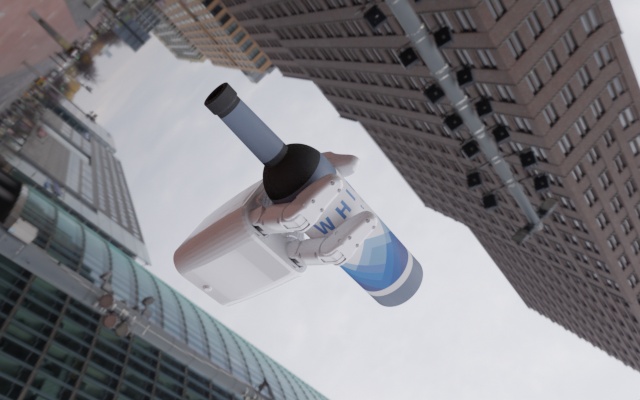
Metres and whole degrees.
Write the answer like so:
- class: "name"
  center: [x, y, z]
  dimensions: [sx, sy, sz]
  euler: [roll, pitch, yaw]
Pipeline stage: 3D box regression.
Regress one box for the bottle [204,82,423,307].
- class: "bottle"
  center: [0.000, 0.002, 0.475]
  dimensions: [0.069, 0.069, 0.296]
  euler: [0, -39, 50]
